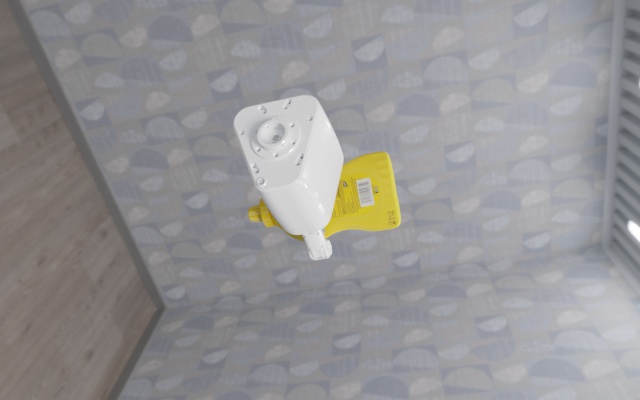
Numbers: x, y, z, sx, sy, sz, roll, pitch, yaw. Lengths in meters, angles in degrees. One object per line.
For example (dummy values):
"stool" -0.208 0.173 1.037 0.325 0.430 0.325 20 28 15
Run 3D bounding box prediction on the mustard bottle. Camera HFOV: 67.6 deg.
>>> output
"mustard bottle" 0.000 0.002 0.606 0.191 0.096 0.058 -10 -4 10
